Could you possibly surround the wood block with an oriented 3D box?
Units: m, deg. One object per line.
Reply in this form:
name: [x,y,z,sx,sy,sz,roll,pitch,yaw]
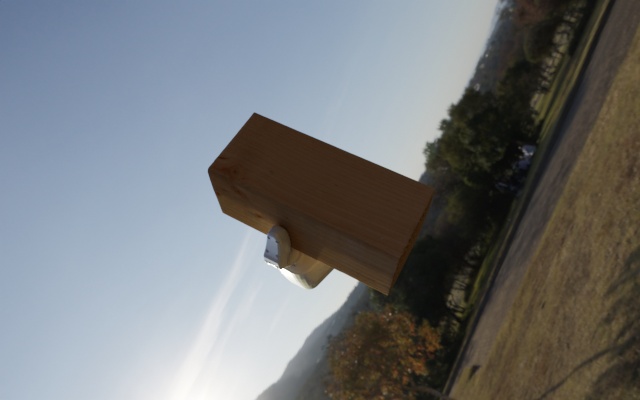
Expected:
wood block: [0.000,0.002,0.498,0.206,0.090,0.090,24,-29,15]
